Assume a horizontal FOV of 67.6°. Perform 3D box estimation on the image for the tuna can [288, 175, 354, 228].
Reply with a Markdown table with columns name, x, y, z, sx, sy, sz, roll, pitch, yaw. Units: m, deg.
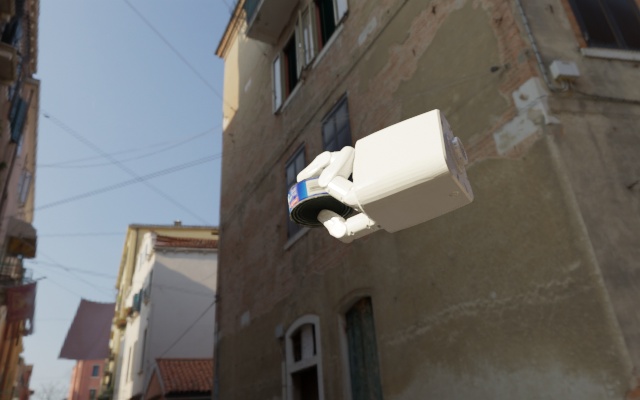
| name | x | y | z | sx | sy | sz | roll | pitch | yaw |
| --- | --- | --- | --- | --- | --- | --- | --- | --- | --- |
| tuna can | 0.000 | 0.002 | 0.637 | 0.086 | 0.033 | 0.086 | -7 | -30 | -4 |
